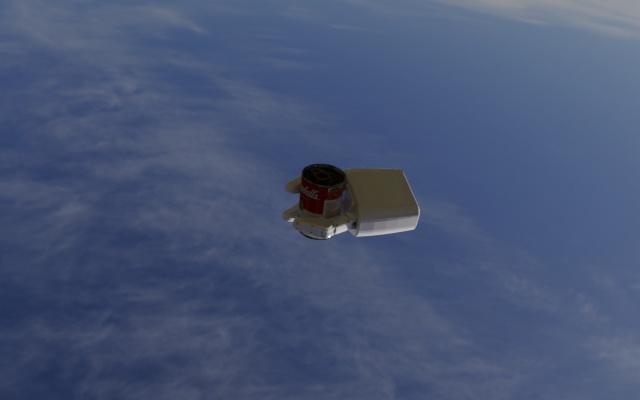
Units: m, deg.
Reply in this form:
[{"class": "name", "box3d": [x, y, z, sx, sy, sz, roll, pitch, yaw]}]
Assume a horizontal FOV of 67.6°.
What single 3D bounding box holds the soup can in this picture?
[{"class": "soup can", "box3d": [0.000, 0.003, 0.750, 0.068, 0.102, 0.068, 5, 33, -3]}]
